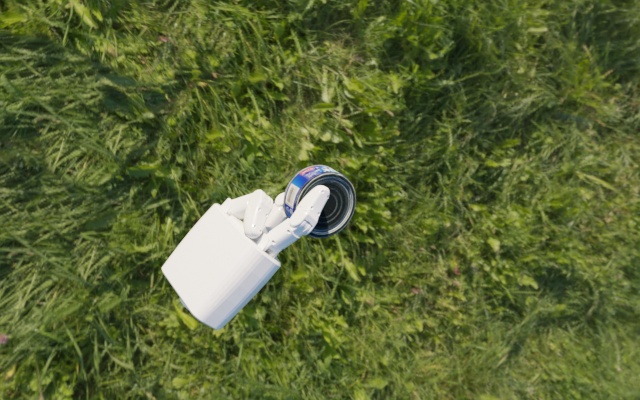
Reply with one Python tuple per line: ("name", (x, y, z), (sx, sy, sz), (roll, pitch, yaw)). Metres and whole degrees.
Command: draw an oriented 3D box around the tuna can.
("tuna can", (0.000, 0.002, 0.582), (0.086, 0.086, 0.033), (0, 18, -30))
